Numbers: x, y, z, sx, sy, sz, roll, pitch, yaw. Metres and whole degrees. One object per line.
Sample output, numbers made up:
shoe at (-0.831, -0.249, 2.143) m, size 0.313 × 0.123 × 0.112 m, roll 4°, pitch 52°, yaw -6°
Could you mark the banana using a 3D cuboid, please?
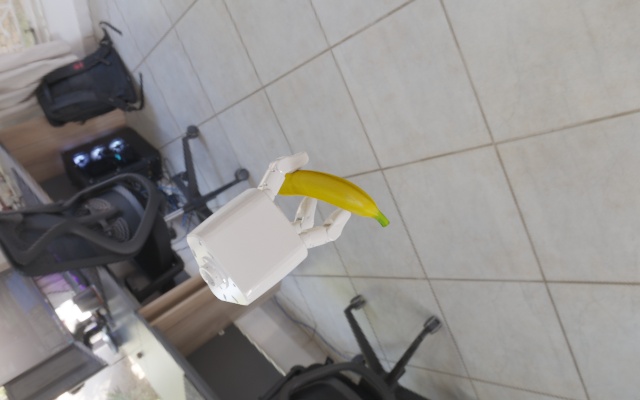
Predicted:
banana at (-0.001, -0.011, 0.652) m, size 0.197 × 0.070 × 0.037 m, roll 19°, pitch 51°, yaw 35°
